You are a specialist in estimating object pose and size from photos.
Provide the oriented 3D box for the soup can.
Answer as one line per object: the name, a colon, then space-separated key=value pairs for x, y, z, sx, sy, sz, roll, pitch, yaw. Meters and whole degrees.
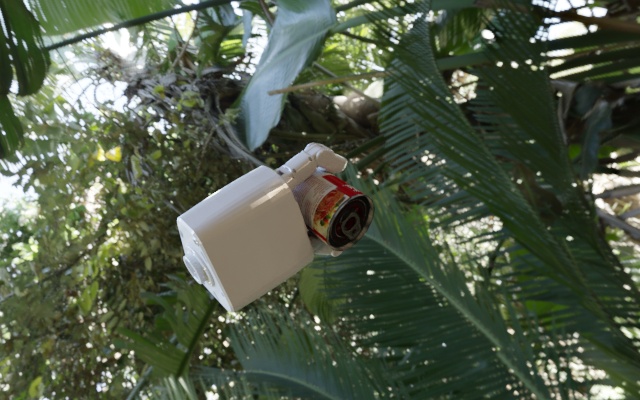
soup can: x=0.000 y=0.001 z=0.531 sx=0.068 sy=0.068 sz=0.102 roll=0 pitch=27 yaw=-48
